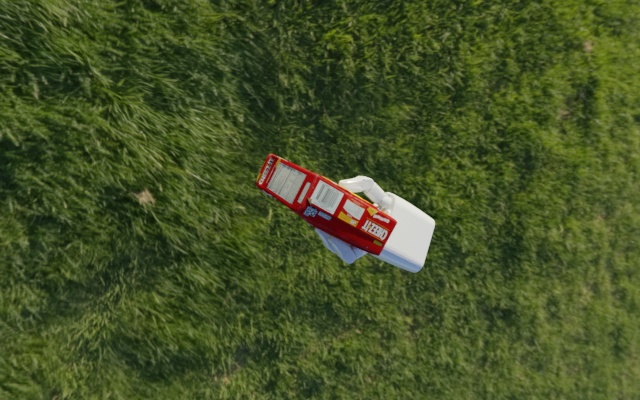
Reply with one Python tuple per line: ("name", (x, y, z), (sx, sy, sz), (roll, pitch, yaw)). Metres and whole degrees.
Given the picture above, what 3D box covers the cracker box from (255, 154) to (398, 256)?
("cracker box", (0.000, 0.002, 0.792), (0.164, 0.072, 0.213), (28, 0, -28))
